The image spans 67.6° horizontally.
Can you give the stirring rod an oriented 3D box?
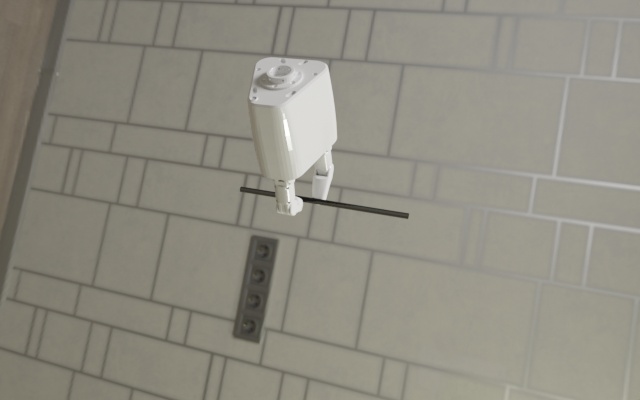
[{"bbox_3d":[0.000,0.002,0.653,0.239,0.011,0.011,9,2,16],"label":"stirring rod"}]
